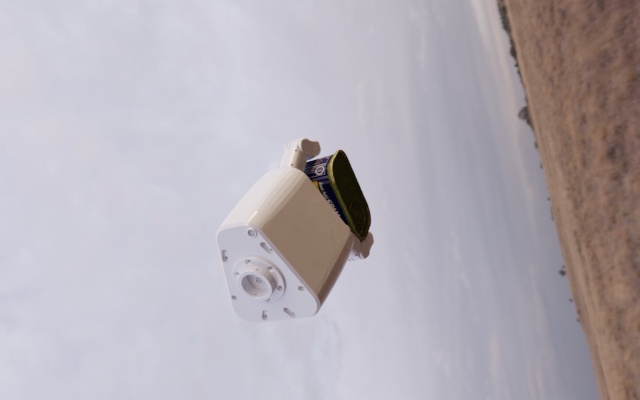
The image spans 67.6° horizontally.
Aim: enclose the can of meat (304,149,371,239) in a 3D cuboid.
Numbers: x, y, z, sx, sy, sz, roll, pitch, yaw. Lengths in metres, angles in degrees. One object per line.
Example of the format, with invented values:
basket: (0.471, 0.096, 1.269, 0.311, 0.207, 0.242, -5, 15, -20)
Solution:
can of meat: (0.000, 0.002, 0.549, 0.084, 0.102, 0.057, -13, 27, 26)
